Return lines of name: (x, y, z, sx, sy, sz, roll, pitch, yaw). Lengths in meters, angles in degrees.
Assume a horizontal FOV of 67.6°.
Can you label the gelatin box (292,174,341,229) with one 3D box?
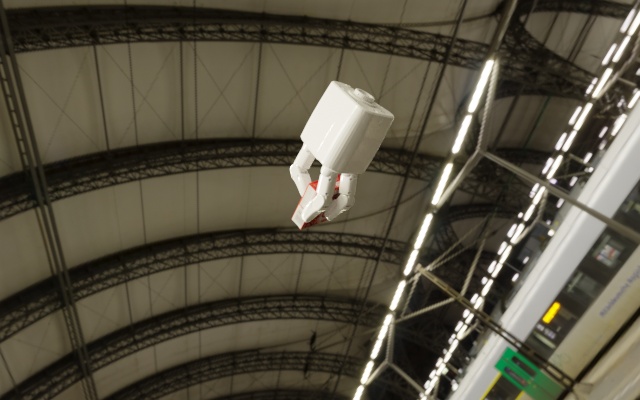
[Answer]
gelatin box: (0.000, 0.003, 0.805, 0.073, 0.089, 0.030, -17, 55, -43)
